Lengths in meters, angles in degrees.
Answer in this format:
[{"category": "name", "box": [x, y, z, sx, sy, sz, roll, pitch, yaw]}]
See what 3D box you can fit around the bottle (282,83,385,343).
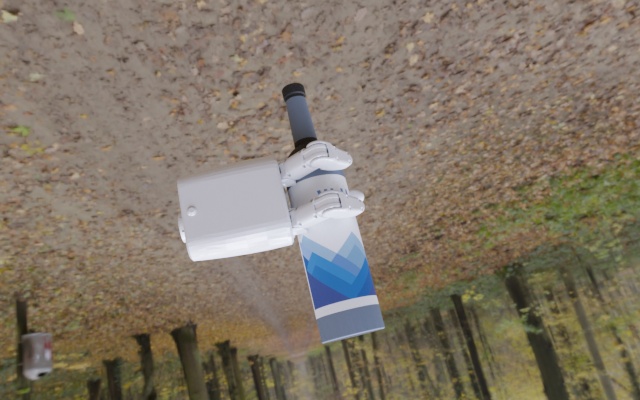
[{"category": "bottle", "box": [0.000, 0.002, 0.530, 0.069, 0.295, 0.069, -13, -18, -4]}]
